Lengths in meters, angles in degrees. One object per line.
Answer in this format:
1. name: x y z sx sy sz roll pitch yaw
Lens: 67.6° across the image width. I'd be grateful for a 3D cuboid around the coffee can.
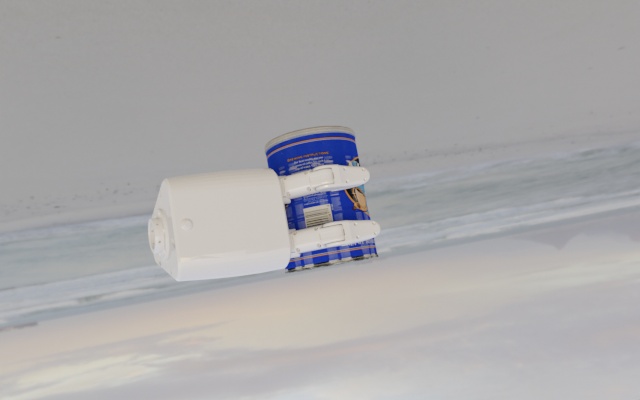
1. coffee can: 0.000 0.002 0.523 0.103 0.140 0.103 -10 -8 -1
